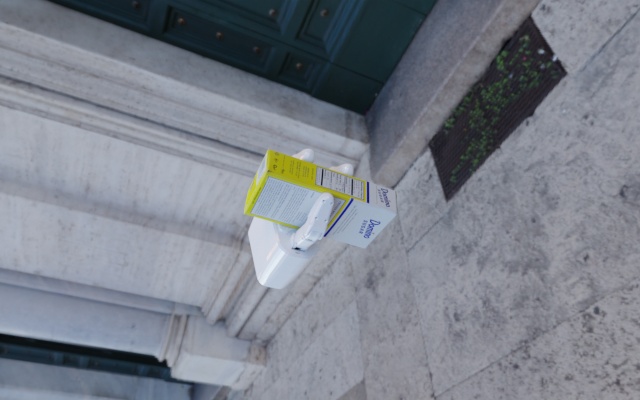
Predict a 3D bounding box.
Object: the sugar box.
[{"bbox_3d":[0.000,0.002,0.616,0.176,0.048,0.093,16,-40,-18],"label":"sugar box"}]
